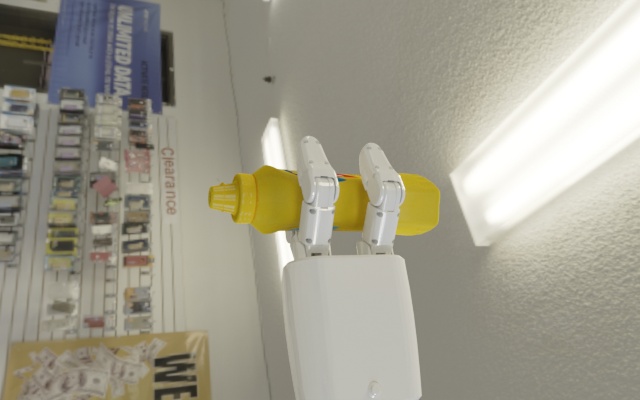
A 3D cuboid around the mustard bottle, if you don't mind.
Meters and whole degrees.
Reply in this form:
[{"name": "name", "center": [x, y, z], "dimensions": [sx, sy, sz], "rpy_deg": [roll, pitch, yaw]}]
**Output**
[{"name": "mustard bottle", "center": [0.000, 0.001, 0.416], "dimensions": [0.191, 0.058, 0.096], "rpy_deg": [2, 4, -23]}]
